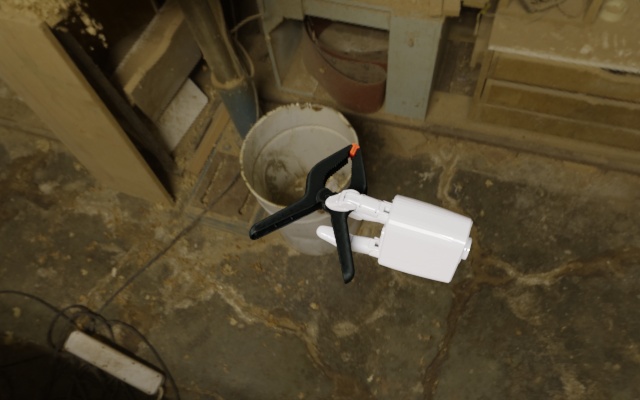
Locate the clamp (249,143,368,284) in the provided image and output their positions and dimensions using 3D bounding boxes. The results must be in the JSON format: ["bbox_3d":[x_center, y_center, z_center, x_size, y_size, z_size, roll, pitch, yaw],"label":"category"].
[{"bbox_3d":[0.000,0.002,0.710,0.164,0.210,0.036,18,-22,10],"label":"clamp"}]
